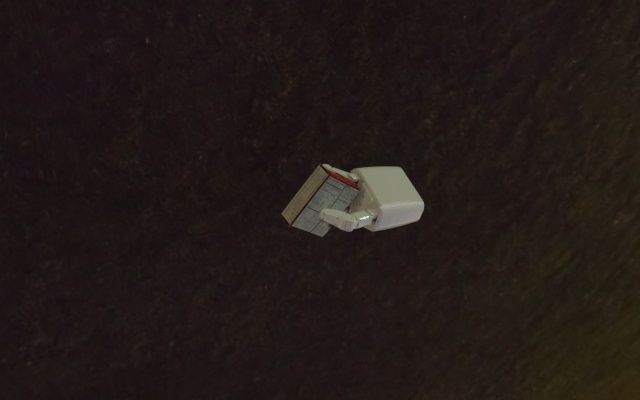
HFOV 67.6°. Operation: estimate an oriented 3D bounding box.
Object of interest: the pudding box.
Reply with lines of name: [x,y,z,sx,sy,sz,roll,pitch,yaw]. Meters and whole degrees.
pudding box: [0.000,0.003,0.798,0.090,0.113,0.039,24,17,-47]
